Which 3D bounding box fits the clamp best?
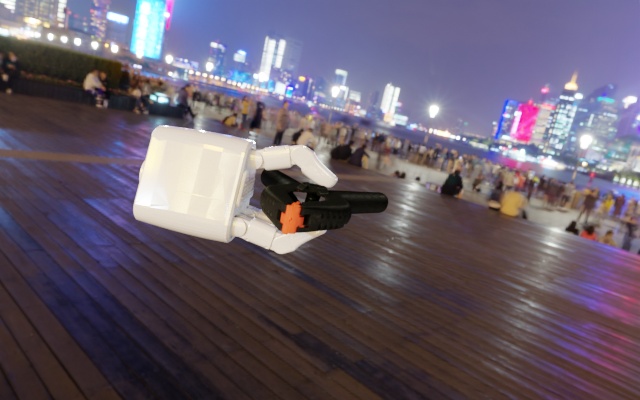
[{"bbox_3d":[0.000,0.001,0.522,0.164,0.036,0.210,11,11,1],"label":"clamp"}]
